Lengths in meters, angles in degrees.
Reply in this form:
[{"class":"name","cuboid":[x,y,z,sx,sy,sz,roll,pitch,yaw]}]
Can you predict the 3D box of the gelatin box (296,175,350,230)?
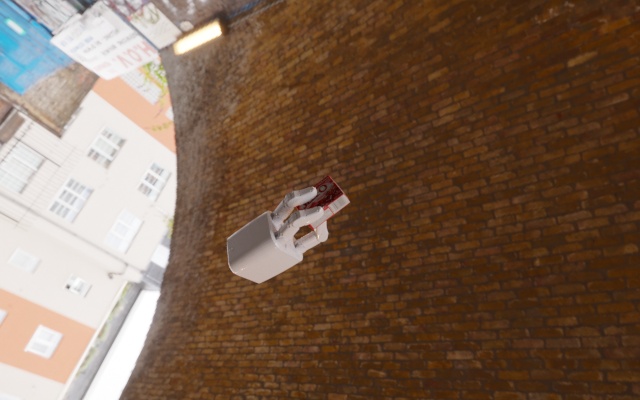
[{"class":"gelatin box","cuboid":[0.001,0.003,0.898,0.089,0.030,0.073,-37,39,0]}]
